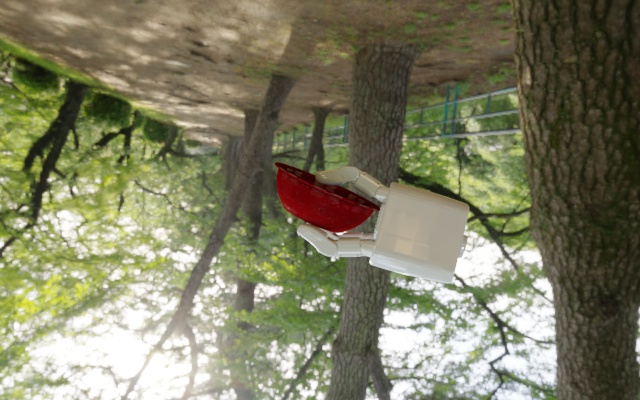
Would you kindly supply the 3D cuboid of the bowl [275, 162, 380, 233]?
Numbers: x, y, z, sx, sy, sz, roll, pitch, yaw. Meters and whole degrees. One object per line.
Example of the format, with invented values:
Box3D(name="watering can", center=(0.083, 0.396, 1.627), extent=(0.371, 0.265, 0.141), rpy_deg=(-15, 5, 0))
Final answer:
Box3D(name="bowl", center=(-0.001, 0.002, 0.672), extent=(0.162, 0.055, 0.162), rpy_deg=(24, 7, -3))
